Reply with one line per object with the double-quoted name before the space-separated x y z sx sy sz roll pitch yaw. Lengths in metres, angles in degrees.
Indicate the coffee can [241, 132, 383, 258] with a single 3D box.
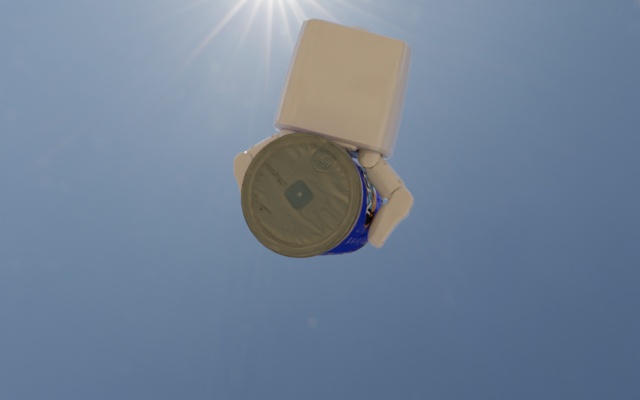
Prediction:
"coffee can" 0.000 0.002 0.452 0.103 0.103 0.140 0 -5 15
